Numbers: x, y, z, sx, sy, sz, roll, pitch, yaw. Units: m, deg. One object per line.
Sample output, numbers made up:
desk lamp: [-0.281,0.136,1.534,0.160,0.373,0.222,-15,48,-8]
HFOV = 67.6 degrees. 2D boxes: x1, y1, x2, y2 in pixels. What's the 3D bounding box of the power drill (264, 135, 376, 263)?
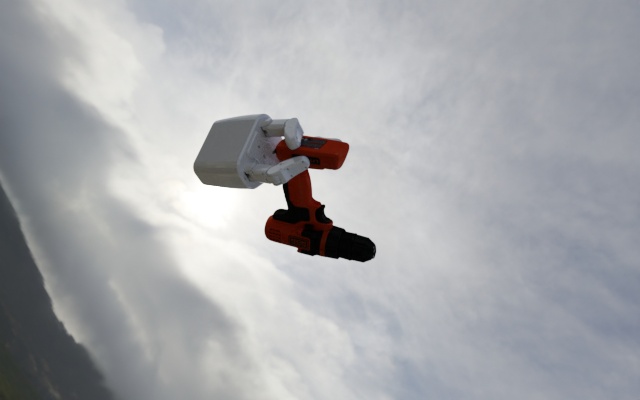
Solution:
power drill: [0.000,0.002,0.719,0.184,0.188,0.057,11,30,16]
